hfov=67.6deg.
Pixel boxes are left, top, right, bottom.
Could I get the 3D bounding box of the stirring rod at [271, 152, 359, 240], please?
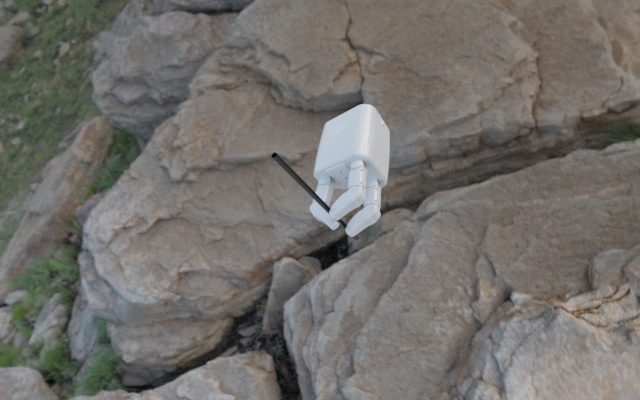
[{"bbox_3d":[0.000,0.002,0.681,0.011,0.011,0.240,0,-29,33],"label":"stirring rod"}]
